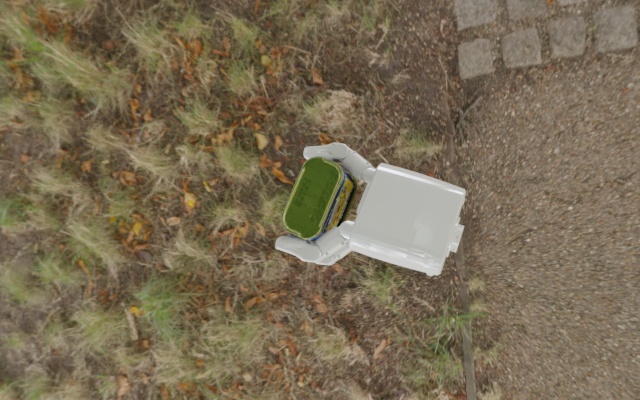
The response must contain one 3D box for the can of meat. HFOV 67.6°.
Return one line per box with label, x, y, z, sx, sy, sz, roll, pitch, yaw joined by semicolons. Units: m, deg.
can of meat;0.000;0.002;0.587;0.057;0.102;0.084;22;-2;16
